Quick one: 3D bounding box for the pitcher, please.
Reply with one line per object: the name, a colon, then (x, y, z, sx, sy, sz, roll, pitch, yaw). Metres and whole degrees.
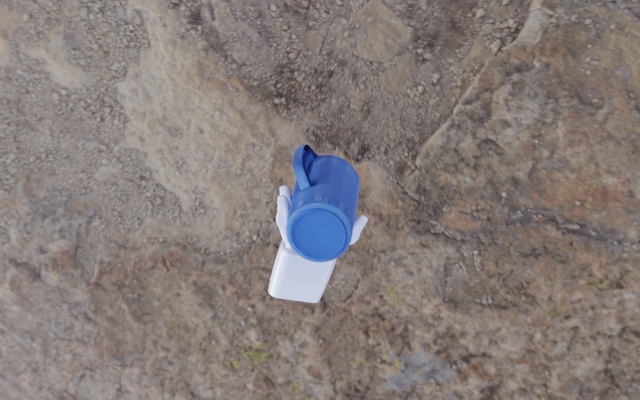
pitcher: (0.000, 0.003, 0.871, 0.149, 0.145, 0.242, 19, 21, -3)
